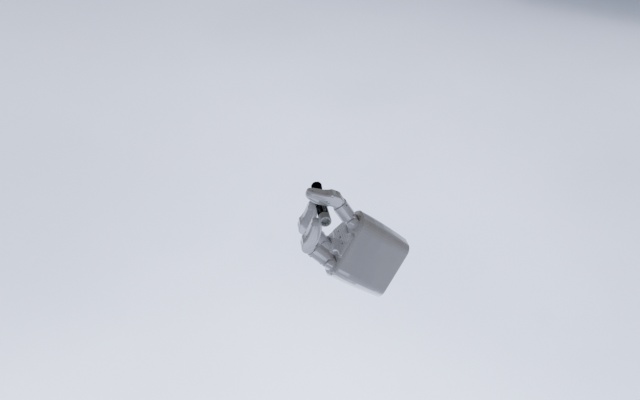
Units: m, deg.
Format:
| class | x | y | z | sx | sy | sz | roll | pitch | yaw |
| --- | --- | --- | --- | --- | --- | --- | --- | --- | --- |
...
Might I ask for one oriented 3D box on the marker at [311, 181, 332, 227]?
| class | x | y | z | sx | sy | sz | roll | pitch | yaw |
| --- | --- | --- | --- | --- | --- | --- | --- | --- | --- |
| marker | 0.000 | 0.003 | 0.769 | 0.020 | 0.020 | 0.121 | 0 | 29 | -8 |
